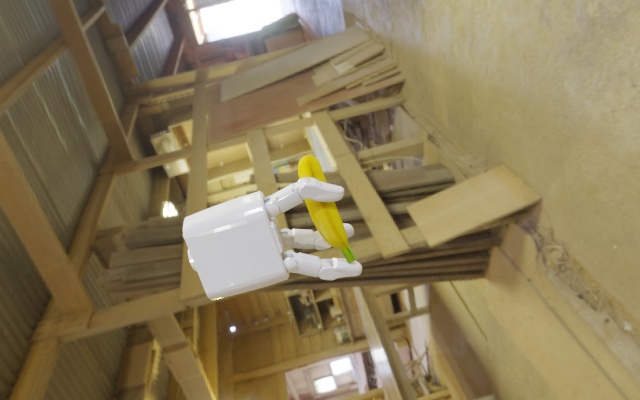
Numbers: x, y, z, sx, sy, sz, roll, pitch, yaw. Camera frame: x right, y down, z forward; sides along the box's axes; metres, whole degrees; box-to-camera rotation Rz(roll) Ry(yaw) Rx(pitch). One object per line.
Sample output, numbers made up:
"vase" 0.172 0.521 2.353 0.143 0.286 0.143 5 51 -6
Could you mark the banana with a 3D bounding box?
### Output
"banana" -0.003 -0.006 0.659 0.037 0.197 0.070 -20 -38 1
